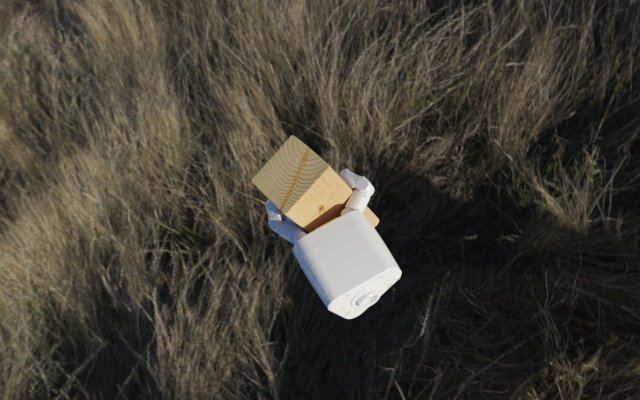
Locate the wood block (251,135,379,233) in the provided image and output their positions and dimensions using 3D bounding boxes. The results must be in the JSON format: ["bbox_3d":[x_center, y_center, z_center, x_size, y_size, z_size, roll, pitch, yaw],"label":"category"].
[{"bbox_3d":[0.001,0.002,0.735,0.090,0.091,0.206,42,0,35],"label":"wood block"}]
